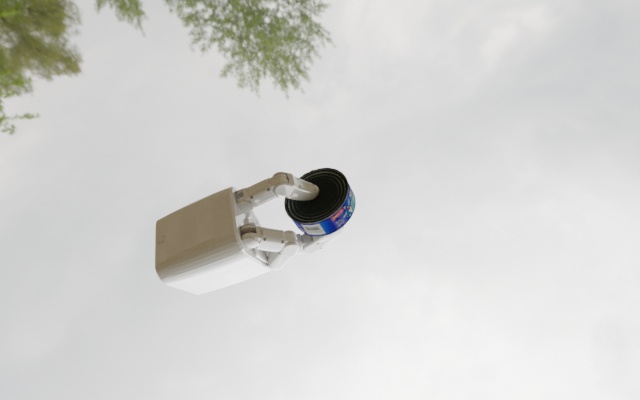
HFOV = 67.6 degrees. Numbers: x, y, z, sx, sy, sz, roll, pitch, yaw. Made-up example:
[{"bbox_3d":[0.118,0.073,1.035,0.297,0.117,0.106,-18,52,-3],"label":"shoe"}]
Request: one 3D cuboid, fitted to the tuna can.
[{"bbox_3d":[0.000,0.002,0.599,0.086,0.086,0.034,0,-36,28],"label":"tuna can"}]
